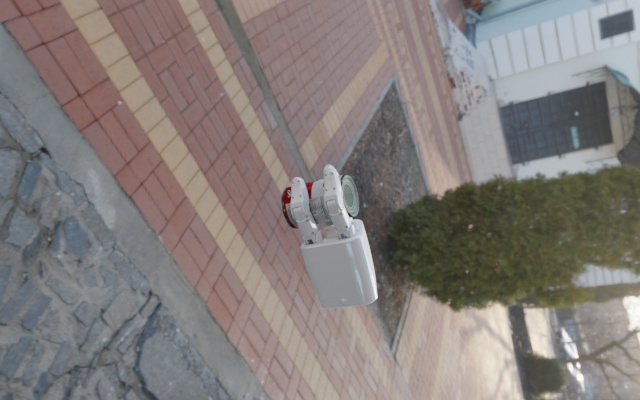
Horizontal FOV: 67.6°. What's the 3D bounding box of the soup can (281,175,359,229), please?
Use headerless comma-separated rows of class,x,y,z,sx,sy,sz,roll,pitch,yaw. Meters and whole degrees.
soup can,0.000,0.002,0.736,0.102,0.068,0.068,-12,-5,24
